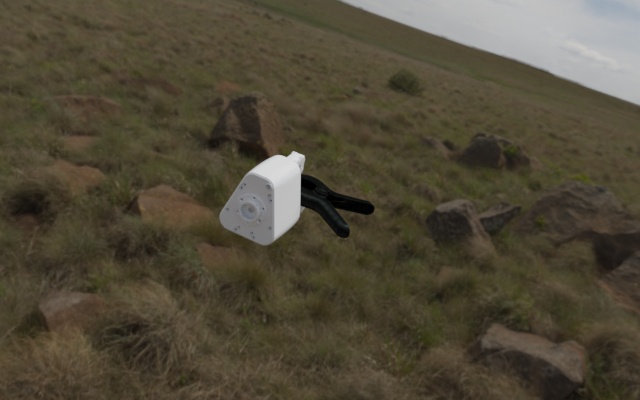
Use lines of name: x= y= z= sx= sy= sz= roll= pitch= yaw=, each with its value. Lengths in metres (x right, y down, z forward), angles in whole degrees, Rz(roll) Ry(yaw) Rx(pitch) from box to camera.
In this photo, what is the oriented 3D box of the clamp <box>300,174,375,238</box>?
clamp: x=0.000 y=0.002 z=0.801 sx=0.171 sy=0.039 sz=0.120 roll=23 pitch=24 yaw=9
